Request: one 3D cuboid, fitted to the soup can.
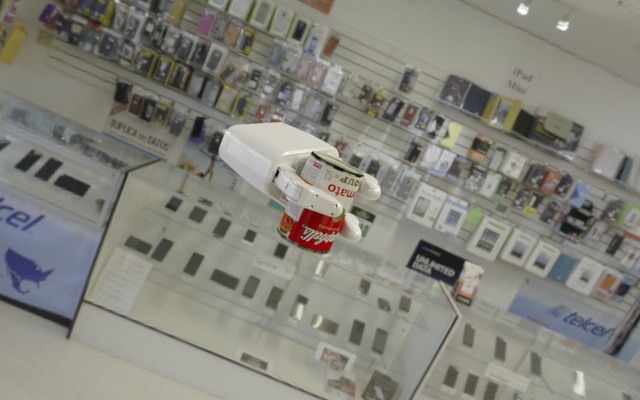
[{"bbox_3d":[0.000,0.002,0.551,0.068,0.102,0.068,23,12,-5],"label":"soup can"}]
